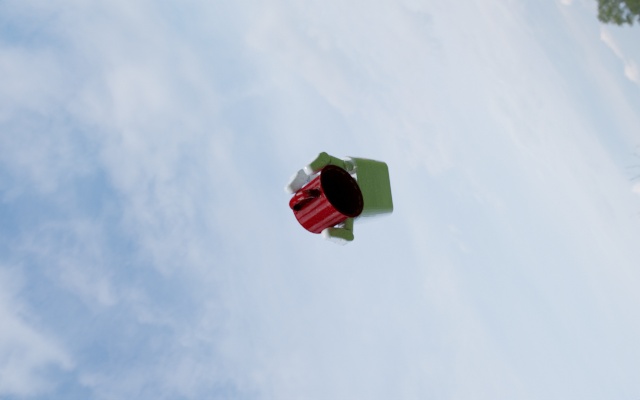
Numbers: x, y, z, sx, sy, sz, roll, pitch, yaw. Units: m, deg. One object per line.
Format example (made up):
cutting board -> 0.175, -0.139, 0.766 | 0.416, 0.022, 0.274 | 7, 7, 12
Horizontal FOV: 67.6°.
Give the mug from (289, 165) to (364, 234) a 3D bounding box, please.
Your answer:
mug -> -0.001, 0.003, 0.754 | 0.117, 0.093, 0.081 | 0, -27, -47
